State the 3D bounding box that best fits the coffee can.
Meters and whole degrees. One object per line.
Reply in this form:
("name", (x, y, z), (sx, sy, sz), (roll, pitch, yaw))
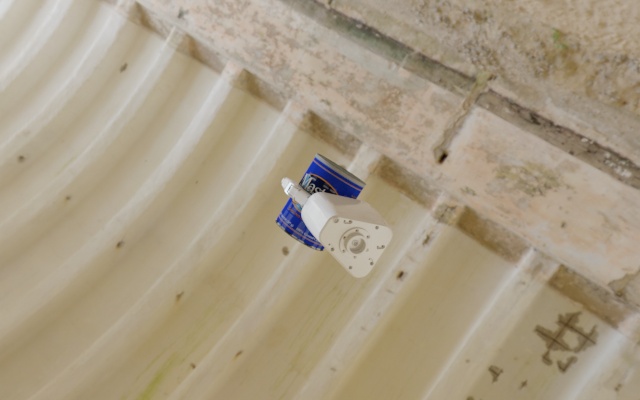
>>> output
("coffee can", (0.000, 0.003, 0.842), (0.103, 0.140, 0.103), (32, 8, -5))
